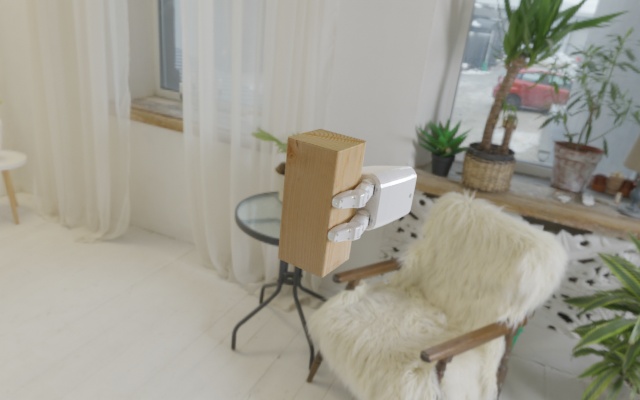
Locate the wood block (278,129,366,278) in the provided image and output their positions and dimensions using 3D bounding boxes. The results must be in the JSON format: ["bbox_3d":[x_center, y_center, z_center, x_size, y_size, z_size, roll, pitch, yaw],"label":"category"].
[{"bbox_3d":[0.000,0.002,0.755,0.091,0.206,0.090,20,26,29],"label":"wood block"}]
